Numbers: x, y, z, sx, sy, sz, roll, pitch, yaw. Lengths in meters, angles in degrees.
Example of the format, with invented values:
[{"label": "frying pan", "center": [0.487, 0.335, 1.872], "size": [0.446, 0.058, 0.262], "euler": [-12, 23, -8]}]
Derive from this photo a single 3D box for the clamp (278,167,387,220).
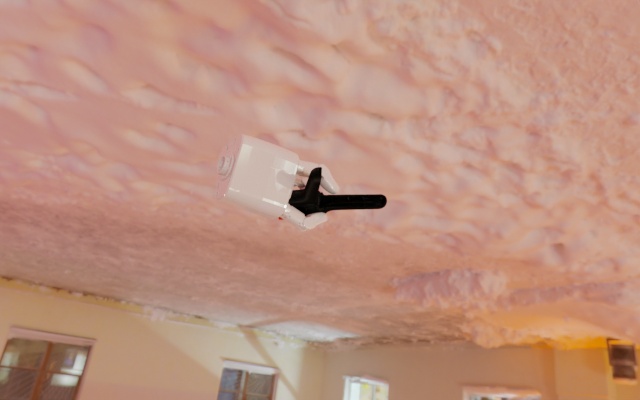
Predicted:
[{"label": "clamp", "center": [0.000, 0.004, 0.841], "size": [0.164, 0.036, 0.210], "euler": [19, -25, -31]}]
